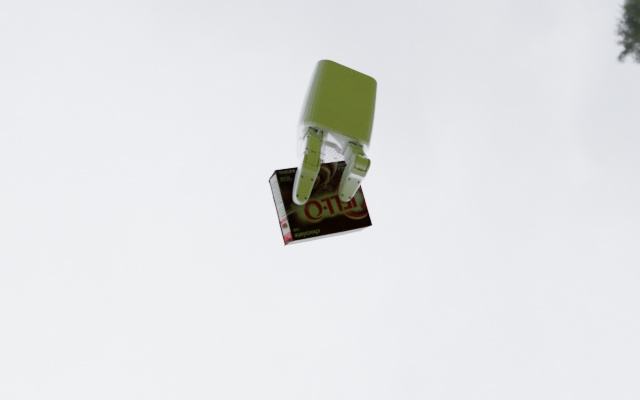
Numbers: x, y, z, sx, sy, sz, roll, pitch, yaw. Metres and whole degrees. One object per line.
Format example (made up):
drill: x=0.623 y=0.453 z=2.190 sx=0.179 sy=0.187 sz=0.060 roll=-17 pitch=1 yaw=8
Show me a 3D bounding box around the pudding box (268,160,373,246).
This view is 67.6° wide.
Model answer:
pudding box: x=0.000 y=0.002 z=0.593 sx=0.113 sy=0.090 sz=0.039 roll=-10 pitch=-13 yaw=-23
